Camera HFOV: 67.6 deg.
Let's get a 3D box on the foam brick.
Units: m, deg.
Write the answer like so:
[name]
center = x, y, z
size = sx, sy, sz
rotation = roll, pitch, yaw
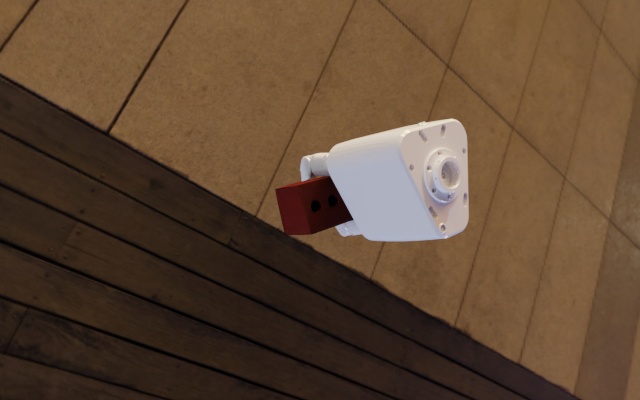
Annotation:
[foam brick]
center = 0.000, 0.002, 0.514
size = 0.078, 0.053, 0.051
rotation = -18, 8, -33
